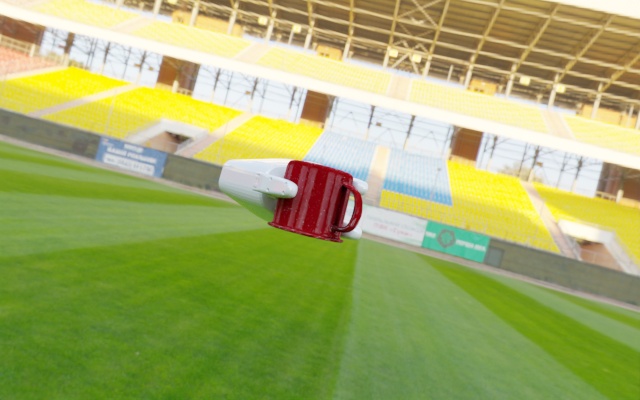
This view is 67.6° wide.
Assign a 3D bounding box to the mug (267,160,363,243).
[{"bbox_3d":[0.001,0.002,0.559,0.117,0.081,0.093,13,-1,43],"label":"mug"}]
